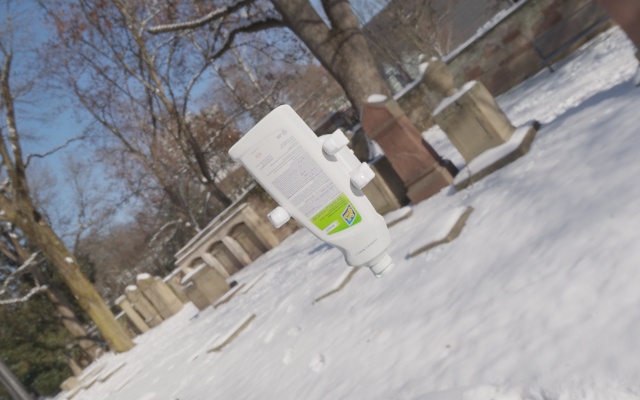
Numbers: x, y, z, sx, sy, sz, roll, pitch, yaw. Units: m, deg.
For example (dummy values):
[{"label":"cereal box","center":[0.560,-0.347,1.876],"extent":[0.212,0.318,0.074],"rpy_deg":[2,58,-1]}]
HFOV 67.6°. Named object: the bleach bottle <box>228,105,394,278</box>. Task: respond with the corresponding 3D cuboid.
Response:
[{"label":"bleach bottle","center":[0.000,0.002,0.621],"extent":[0.102,0.251,0.068],"rpy_deg":[-38,4,18]}]
